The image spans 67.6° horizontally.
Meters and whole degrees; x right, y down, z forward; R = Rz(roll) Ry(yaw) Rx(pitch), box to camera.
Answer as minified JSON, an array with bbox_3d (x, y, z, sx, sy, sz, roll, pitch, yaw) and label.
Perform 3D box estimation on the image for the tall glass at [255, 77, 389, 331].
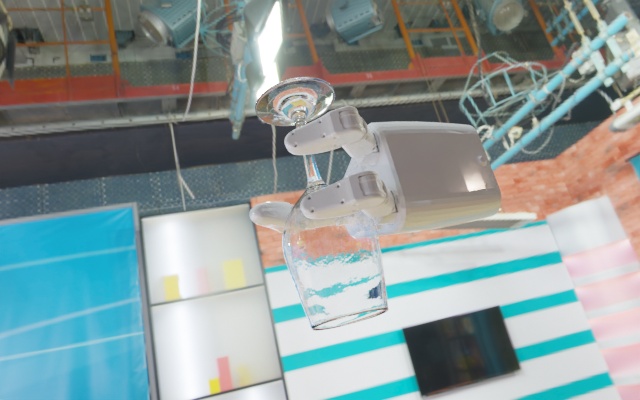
[{"bbox_3d":[0.000,0.001,0.401,0.079,0.201,0.079,-12,-20,-5],"label":"tall glass"}]
